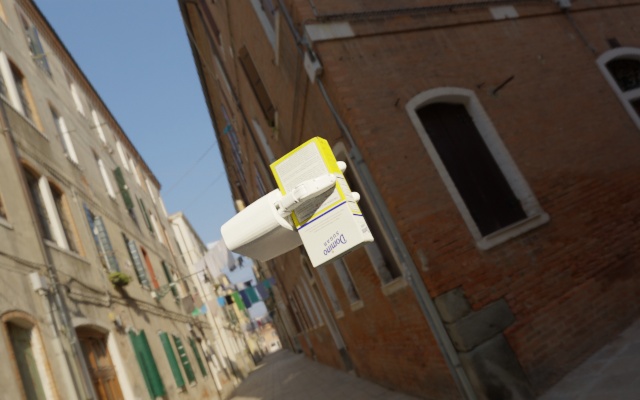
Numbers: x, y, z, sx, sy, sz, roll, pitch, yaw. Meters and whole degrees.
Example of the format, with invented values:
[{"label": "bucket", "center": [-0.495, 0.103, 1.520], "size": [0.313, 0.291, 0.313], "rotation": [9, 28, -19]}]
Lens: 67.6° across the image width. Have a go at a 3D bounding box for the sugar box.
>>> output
[{"label": "sugar box", "center": [0.000, 0.002, 0.721], "size": [0.093, 0.176, 0.048], "rotation": [-30, -14, 22]}]
